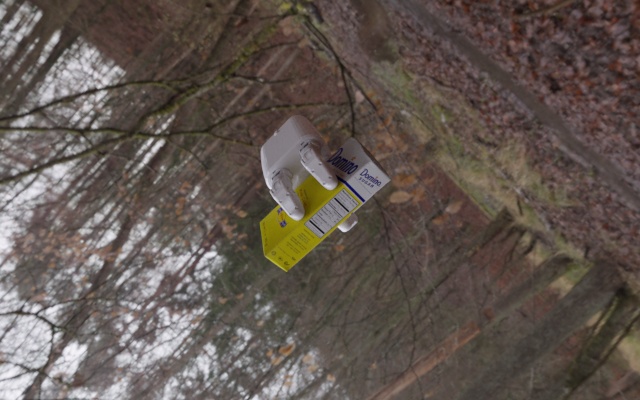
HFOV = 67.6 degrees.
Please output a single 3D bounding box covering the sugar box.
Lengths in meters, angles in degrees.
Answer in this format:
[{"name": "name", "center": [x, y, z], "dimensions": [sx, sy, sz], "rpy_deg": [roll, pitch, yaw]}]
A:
[{"name": "sugar box", "center": [0.000, 0.002, 0.609], "dimensions": [0.048, 0.176, 0.093], "rpy_deg": [40, 12, -25]}]
